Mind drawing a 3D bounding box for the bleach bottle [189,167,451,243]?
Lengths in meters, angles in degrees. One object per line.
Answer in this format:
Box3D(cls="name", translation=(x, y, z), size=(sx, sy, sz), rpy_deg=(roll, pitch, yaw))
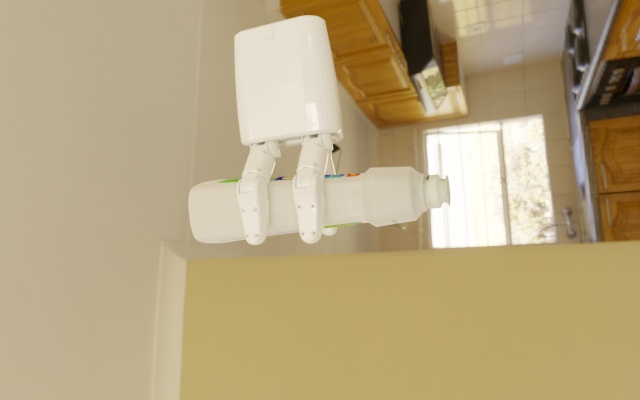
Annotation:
Box3D(cls="bleach bottle", translation=(0.000, 0.002, 0.474), size=(0.251, 0.068, 0.102), rpy_deg=(-5, 1, 21))
